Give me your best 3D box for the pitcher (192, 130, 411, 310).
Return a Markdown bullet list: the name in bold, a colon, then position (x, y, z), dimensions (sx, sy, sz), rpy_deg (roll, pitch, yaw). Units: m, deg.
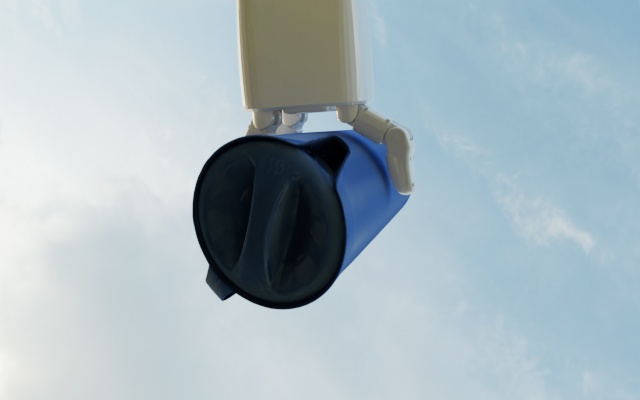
- **pitcher**: position (0.000, 0.001, 0.455), dimensions (0.149, 0.145, 0.243), rpy_deg (1, 12, 26)
